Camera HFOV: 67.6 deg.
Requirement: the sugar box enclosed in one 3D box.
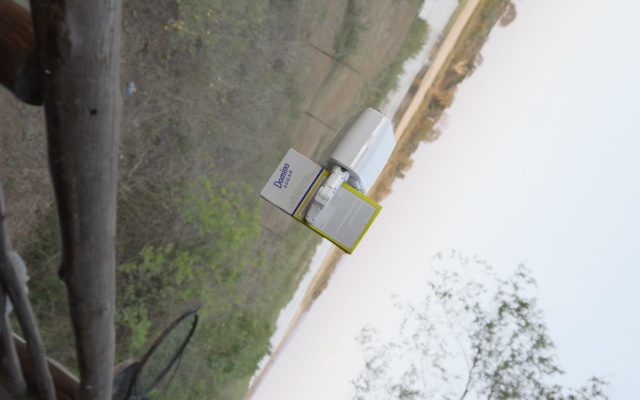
[{"bbox_3d":[0.000,0.003,0.768,0.176,0.093,0.048,33,-6,6],"label":"sugar box"}]
